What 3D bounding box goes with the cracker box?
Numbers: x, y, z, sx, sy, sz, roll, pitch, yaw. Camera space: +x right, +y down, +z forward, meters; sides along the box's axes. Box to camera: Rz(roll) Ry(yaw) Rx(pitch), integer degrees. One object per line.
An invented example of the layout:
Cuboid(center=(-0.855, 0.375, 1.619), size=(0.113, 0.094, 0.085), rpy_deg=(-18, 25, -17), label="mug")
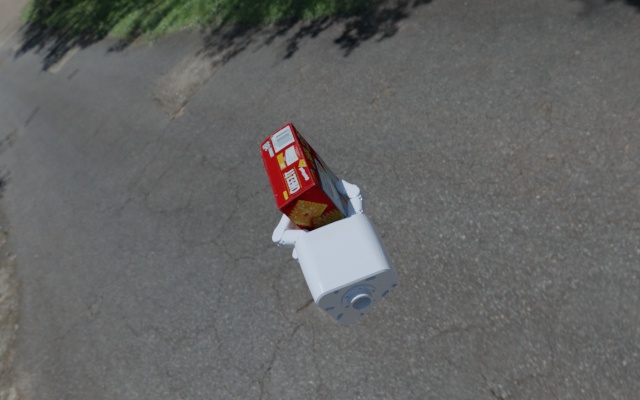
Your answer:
Cuboid(center=(0.000, 0.002, 0.763), size=(0.072, 0.164, 0.214), rpy_deg=(-33, -47, 10), label="cracker box")
